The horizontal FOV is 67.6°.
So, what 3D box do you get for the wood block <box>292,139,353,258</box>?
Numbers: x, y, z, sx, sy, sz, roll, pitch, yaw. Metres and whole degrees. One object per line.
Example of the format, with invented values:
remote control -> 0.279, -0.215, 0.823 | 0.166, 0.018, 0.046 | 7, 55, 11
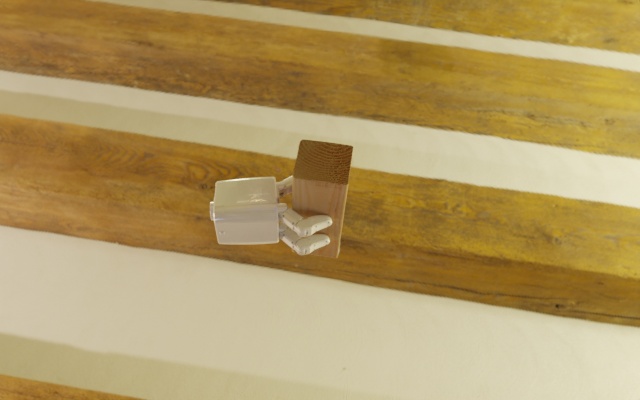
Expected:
wood block -> 0.000, 0.003, 0.836 | 0.090, 0.090, 0.206 | 7, -39, 2
